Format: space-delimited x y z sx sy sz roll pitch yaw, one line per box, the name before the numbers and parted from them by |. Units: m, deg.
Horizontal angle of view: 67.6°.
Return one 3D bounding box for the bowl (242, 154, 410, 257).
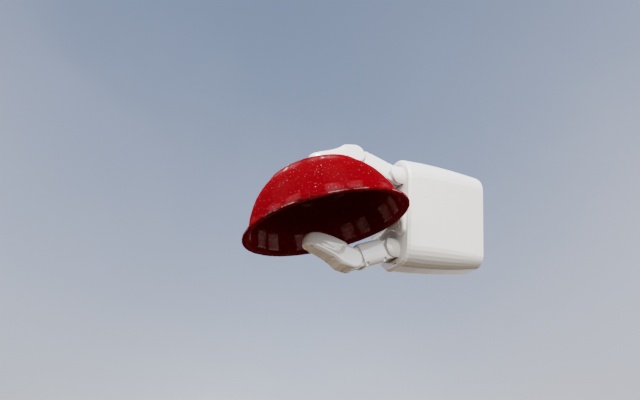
bowl | -0.001 0.001 0.458 0.162 0.055 0.162 -13 -21 -5
